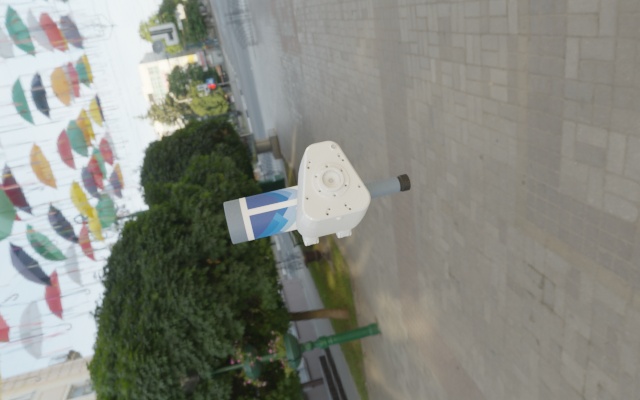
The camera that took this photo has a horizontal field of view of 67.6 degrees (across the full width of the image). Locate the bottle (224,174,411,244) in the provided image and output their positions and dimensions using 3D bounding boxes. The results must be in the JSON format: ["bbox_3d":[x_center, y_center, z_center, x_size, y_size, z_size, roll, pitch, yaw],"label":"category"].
[{"bbox_3d":[0.000,0.003,0.757,0.295,0.069,0.069,-13,2,-8],"label":"bottle"}]
